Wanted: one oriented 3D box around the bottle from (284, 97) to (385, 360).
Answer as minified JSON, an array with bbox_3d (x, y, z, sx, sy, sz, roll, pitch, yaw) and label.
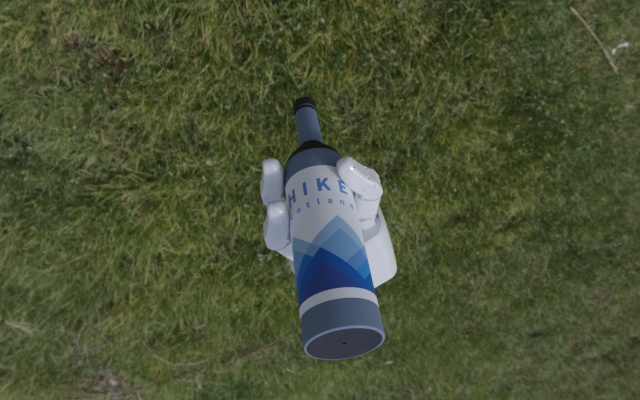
[{"bbox_3d":[0.000,0.002,0.473,0.069,0.295,0.069,-6,-38,-5],"label":"bottle"}]
